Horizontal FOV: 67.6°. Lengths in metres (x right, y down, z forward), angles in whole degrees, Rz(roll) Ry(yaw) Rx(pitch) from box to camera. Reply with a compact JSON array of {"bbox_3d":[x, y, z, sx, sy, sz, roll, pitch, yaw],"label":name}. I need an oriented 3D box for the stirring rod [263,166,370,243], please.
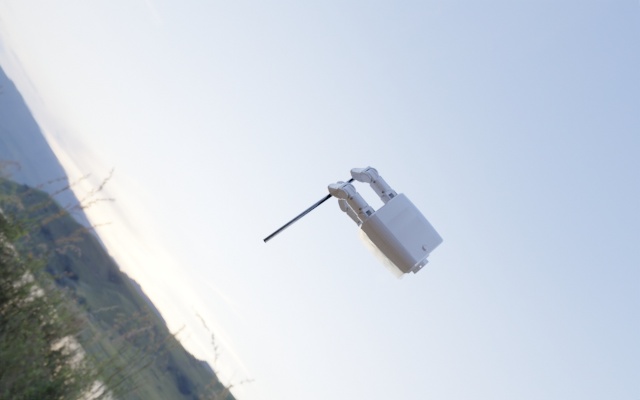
[{"bbox_3d":[0.000,0.003,0.804,0.239,0.011,0.011,-35,17,-26],"label":"stirring rod"}]
